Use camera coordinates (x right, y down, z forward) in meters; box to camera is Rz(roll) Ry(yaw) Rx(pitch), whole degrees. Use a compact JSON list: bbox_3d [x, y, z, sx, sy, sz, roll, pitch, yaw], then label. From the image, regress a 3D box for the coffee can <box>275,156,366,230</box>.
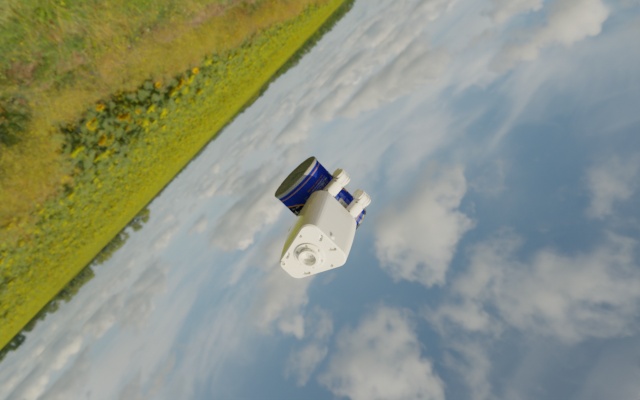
[{"bbox_3d":[0.000,0.003,0.884,0.140,0.103,0.103,45,-14,-14],"label":"coffee can"}]
